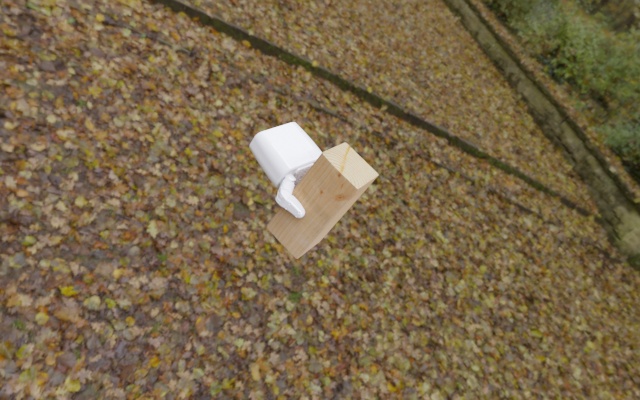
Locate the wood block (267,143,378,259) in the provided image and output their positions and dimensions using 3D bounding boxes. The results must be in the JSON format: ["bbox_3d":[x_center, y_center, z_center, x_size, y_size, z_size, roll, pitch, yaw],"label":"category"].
[{"bbox_3d":[0.000,0.003,0.889,0.206,0.090,0.090,-51,-12,35],"label":"wood block"}]
